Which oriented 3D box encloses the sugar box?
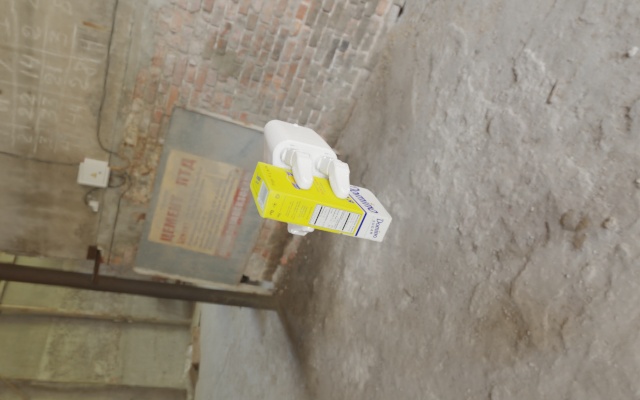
[{"bbox_3d":[0.000,0.002,0.645,0.176,0.048,0.093,10,24,-23],"label":"sugar box"}]
